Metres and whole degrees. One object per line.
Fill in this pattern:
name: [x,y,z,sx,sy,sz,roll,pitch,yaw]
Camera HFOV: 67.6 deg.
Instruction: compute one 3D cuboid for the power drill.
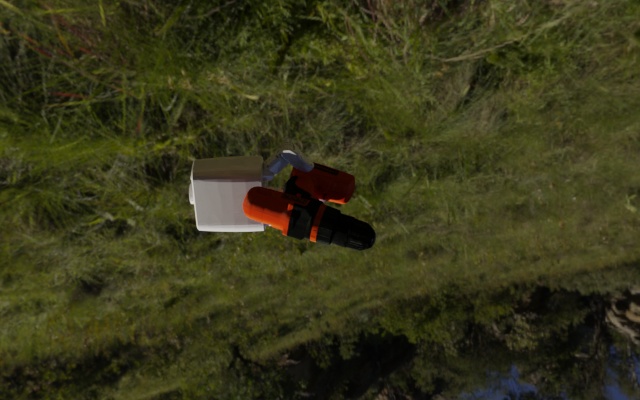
power drill: [0.000,0.002,0.703,0.184,0.057,0.187,19,21,6]
